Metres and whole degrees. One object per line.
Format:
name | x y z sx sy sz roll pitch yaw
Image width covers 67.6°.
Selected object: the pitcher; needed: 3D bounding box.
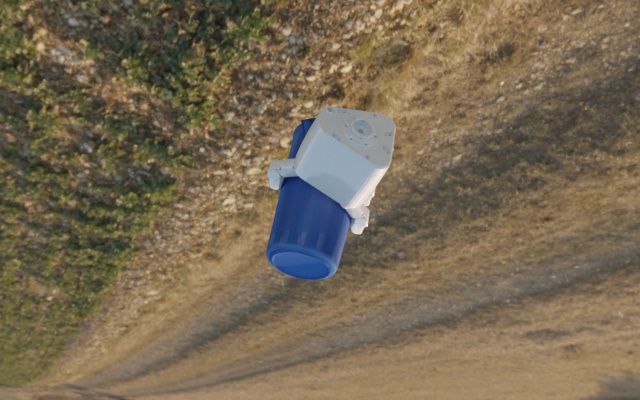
pitcher | 0.000 0.002 0.764 0.149 0.242 0.145 20 -33 -10
